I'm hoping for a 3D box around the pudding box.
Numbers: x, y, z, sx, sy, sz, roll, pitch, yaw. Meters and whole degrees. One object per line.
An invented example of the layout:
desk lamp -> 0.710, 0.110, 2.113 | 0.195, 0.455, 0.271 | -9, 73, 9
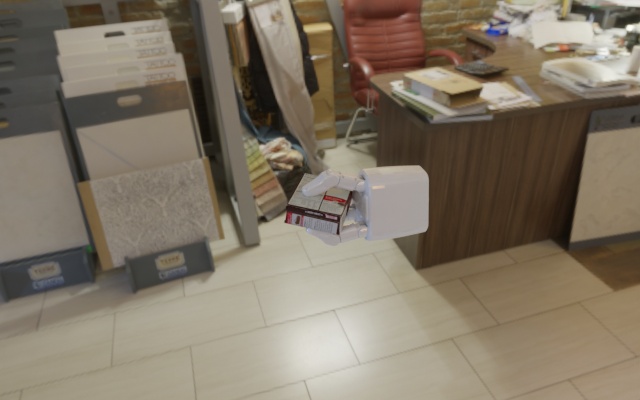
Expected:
pudding box -> 0.000, 0.002, 0.768 | 0.090, 0.039, 0.113 | 11, 31, 8
